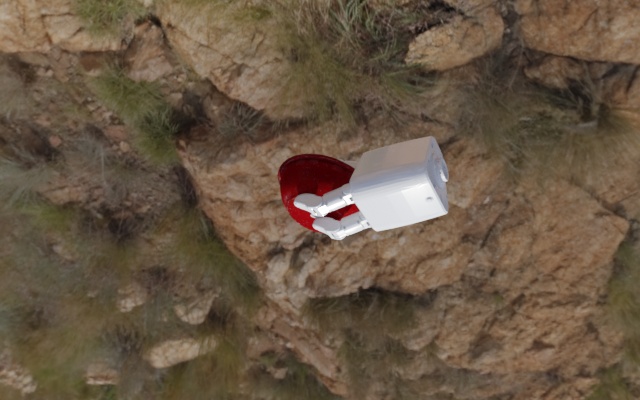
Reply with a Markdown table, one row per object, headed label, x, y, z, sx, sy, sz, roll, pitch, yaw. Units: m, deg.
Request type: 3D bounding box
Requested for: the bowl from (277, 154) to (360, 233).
| label | x | y | z | sx | sy | sz | roll | pitch | yaw |
| --- | --- | --- | --- | --- | --- | --- | --- | --- | --- |
| bowl | -0.001 | 0.003 | 0.742 | 0.162 | 0.055 | 0.162 | 15 | -35 | 11 |
